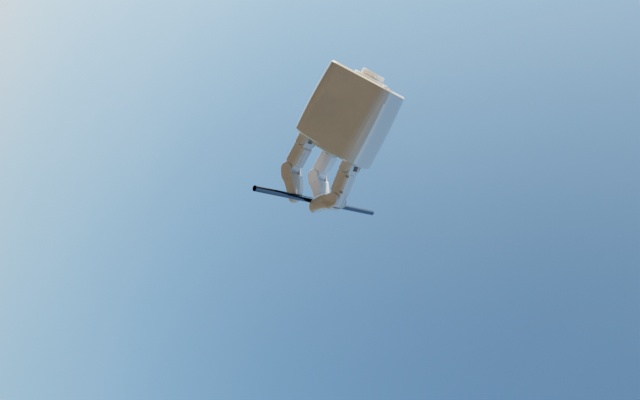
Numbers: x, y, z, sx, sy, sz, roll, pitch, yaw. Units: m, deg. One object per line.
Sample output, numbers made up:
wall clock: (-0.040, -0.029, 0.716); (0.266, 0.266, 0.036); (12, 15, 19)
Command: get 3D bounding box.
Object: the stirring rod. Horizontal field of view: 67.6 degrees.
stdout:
stirring rod: (0.000, 0.002, 0.685); (0.011, 0.011, 0.239); (0, -8, 44)
